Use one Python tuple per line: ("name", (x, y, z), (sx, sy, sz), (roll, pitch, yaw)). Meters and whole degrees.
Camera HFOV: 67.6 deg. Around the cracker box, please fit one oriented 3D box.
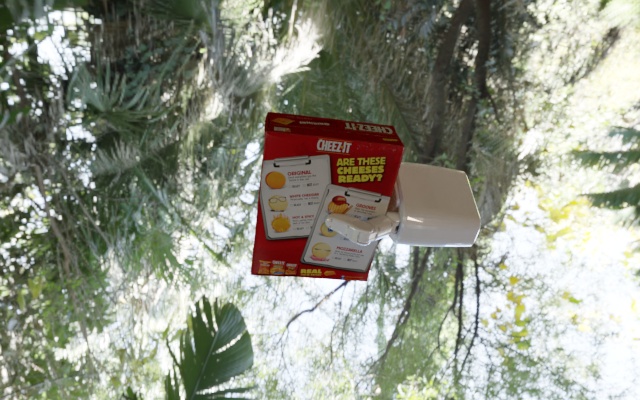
("cracker box", (0.000, 0.002, 0.620), (0.164, 0.214, 0.072), (5, 32, -9))
